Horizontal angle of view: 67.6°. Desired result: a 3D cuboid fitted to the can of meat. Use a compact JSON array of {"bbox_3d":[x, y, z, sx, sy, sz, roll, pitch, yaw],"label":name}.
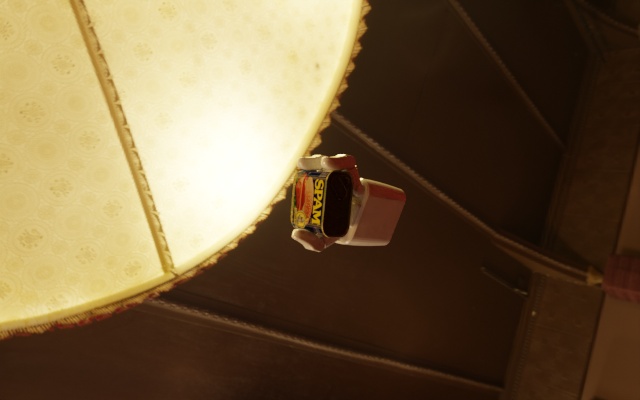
[{"bbox_3d":[0.000,0.003,0.752,0.057,0.102,0.084,4,2,-42],"label":"can of meat"}]
